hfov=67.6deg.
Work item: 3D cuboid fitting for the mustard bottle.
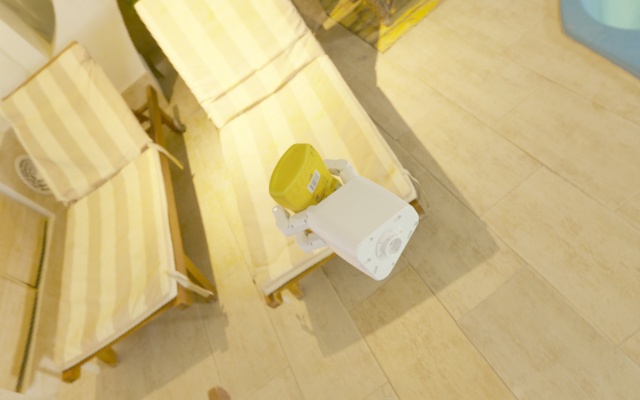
[{"bbox_3d":[0.000,0.002,0.748,0.058,0.096,0.192,4,-30,37],"label":"mustard bottle"}]
